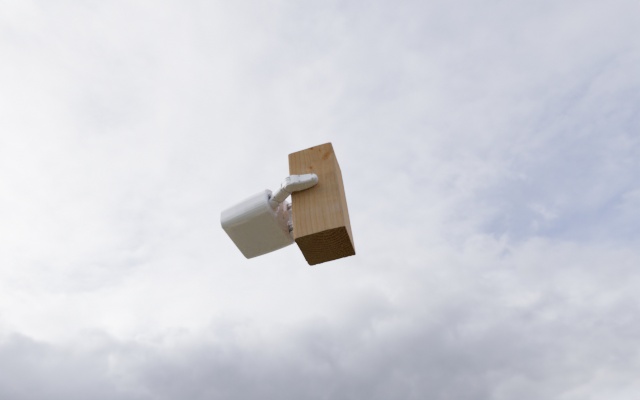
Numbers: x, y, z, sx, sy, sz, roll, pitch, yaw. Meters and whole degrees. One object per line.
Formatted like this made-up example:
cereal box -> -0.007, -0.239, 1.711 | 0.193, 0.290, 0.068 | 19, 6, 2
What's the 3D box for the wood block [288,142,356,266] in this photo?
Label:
wood block -> 0.000, 0.003, 0.875 | 0.090, 0.206, 0.091 | -15, -41, 8
